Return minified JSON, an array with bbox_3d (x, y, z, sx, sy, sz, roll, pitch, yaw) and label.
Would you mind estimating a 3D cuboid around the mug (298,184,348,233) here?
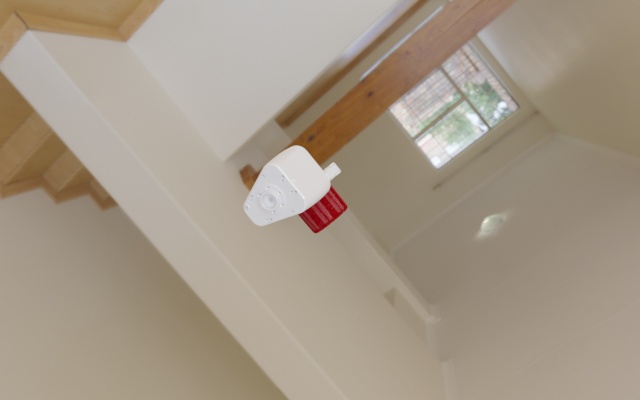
[{"bbox_3d":[0.001,0.003,0.899,0.093,0.081,0.117,-38,2,29],"label":"mug"}]
